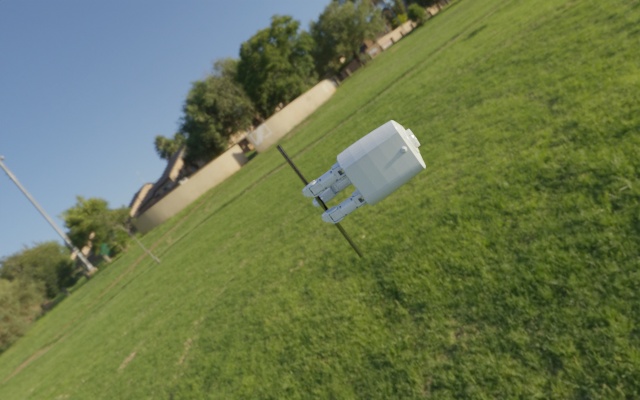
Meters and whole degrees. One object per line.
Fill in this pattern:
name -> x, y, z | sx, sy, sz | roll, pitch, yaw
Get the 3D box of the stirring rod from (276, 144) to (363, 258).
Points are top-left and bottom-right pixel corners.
stirring rod -> 0.000, 0.003, 0.819 | 0.011, 0.239, 0.011 | -36, 8, 6
